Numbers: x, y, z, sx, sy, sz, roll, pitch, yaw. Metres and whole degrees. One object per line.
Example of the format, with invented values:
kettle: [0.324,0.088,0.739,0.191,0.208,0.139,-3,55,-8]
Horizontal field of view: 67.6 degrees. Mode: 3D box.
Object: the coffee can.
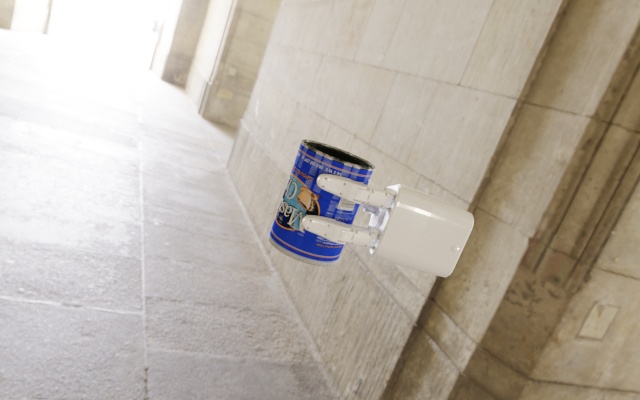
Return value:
coffee can: [0.000,0.002,0.638,0.103,0.140,0.102,19,14,-5]
